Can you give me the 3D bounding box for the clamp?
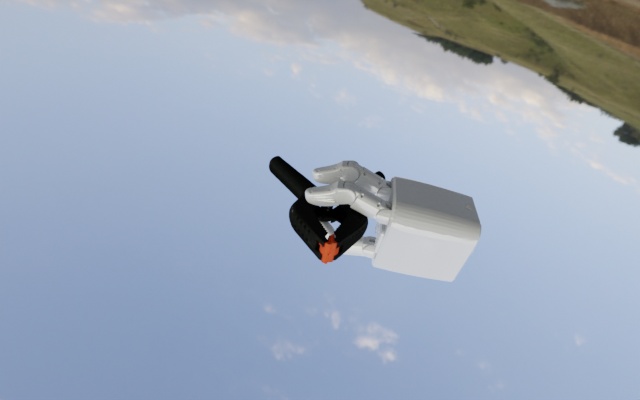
[{"bbox_3d":[0.000,0.003,0.598,0.164,0.036,0.210,11,30,2],"label":"clamp"}]
